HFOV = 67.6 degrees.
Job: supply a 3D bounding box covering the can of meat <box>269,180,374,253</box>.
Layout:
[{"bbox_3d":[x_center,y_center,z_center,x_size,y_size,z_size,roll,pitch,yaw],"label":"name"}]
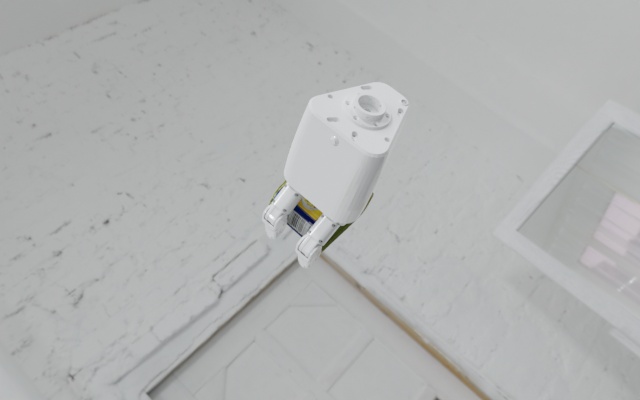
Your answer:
[{"bbox_3d":[0.000,0.002,0.585,0.102,0.084,0.057,-40,-17,-34],"label":"can of meat"}]
